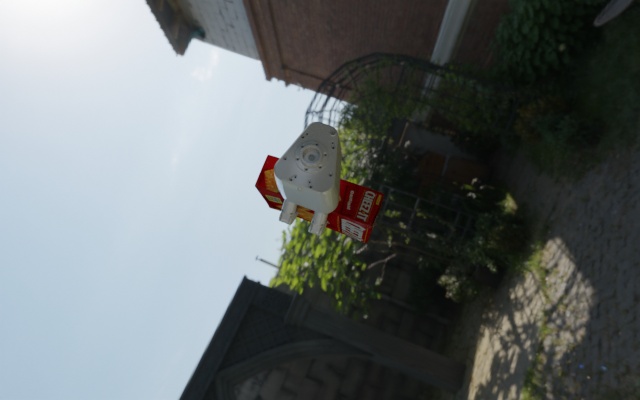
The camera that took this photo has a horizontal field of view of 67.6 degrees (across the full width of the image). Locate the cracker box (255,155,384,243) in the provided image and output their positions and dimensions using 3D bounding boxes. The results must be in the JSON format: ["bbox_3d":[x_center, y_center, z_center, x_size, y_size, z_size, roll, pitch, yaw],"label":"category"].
[{"bbox_3d":[0.000,0.003,0.880,0.213,0.072,0.164,20,-12,8],"label":"cracker box"}]
